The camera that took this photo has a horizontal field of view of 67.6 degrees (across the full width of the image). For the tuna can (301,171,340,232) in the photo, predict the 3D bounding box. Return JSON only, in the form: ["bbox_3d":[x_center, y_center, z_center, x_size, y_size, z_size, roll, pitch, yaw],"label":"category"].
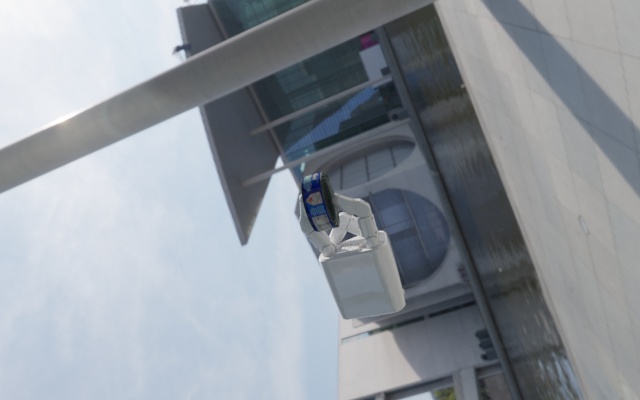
[{"bbox_3d":[0.000,0.002,0.702,0.034,0.086,0.086,-15,-3,11],"label":"tuna can"}]
